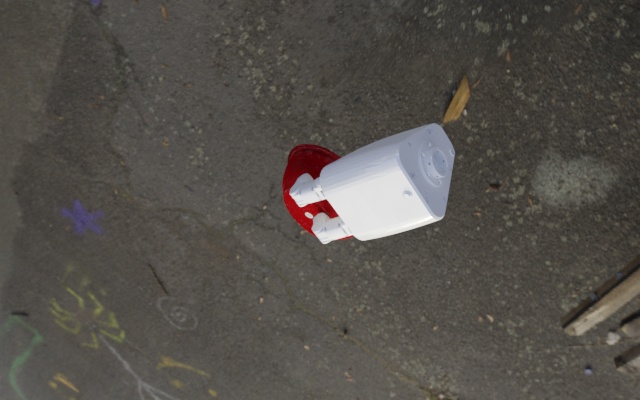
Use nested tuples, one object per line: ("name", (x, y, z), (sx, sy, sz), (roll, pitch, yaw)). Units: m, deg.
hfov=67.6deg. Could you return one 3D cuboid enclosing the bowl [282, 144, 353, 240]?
("bowl", (-0.001, 0.003, 0.664), (0.055, 0.162, 0.162), (-46, 26, -28))
